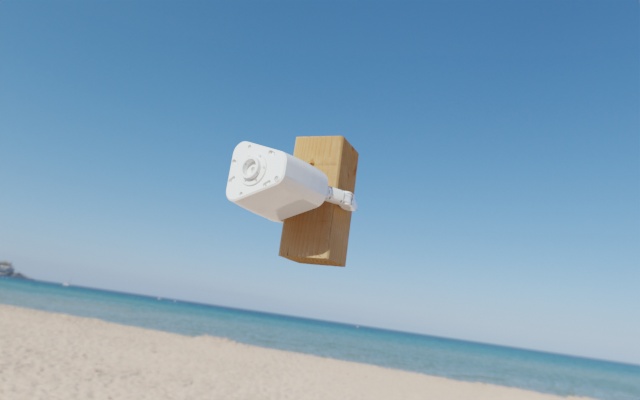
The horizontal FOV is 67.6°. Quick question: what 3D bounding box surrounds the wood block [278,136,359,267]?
[{"bbox_3d":[0.000,0.002,0.815,0.091,0.206,0.090,2,-15,23],"label":"wood block"}]
